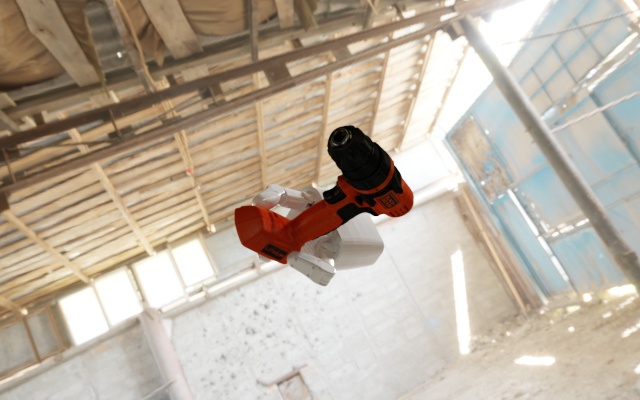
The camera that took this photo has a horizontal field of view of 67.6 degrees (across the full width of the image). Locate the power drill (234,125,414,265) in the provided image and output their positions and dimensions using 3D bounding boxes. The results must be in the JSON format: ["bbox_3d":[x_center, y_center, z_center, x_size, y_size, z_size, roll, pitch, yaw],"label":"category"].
[{"bbox_3d":[0.000,0.002,0.535,0.188,0.057,0.184,-25,-32,17],"label":"power drill"}]
